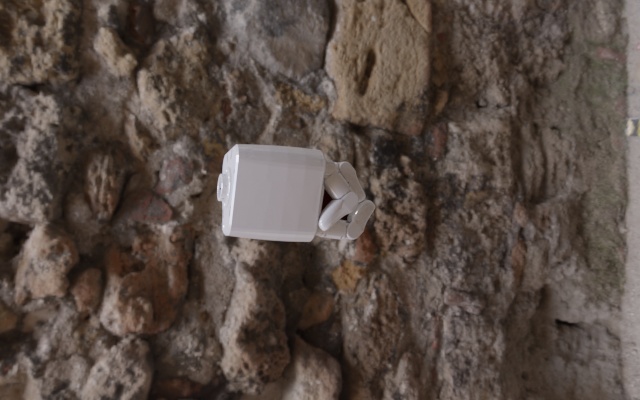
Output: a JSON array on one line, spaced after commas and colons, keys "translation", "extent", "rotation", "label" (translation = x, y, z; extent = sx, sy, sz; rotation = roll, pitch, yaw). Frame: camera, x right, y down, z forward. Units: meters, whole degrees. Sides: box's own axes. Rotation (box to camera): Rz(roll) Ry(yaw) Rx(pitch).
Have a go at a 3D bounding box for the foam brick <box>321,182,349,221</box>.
[{"translation": [0.000, 0.002, 0.650], "extent": [0.051, 0.053, 0.078], "rotation": [3, -5, -21], "label": "foam brick"}]
